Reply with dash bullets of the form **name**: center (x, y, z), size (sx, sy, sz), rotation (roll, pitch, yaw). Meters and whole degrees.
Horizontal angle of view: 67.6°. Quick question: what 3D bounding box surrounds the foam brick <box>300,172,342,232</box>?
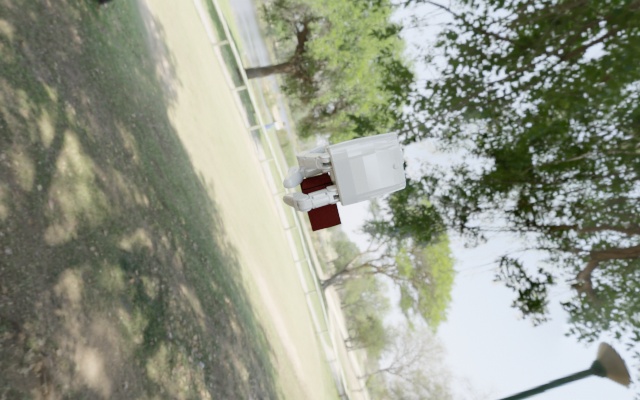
- **foam brick**: center (0.000, 0.003, 0.785), size (0.051, 0.078, 0.053), rotation (-15, 23, -1)
